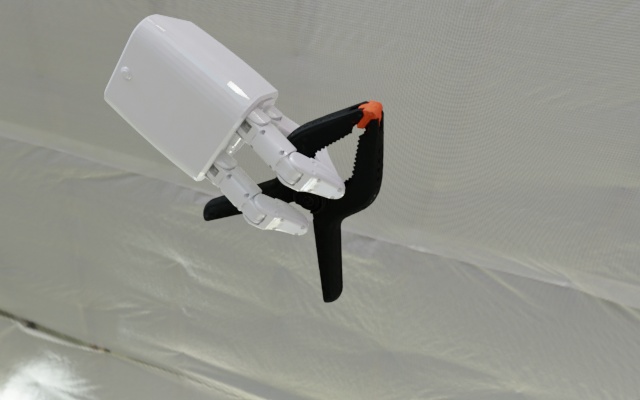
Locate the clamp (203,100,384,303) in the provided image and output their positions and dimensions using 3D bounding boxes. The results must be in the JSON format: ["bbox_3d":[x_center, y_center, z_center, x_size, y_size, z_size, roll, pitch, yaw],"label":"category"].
[{"bbox_3d":[0.000,0.001,0.443,0.210,0.164,0.036,-46,8,34],"label":"clamp"}]
